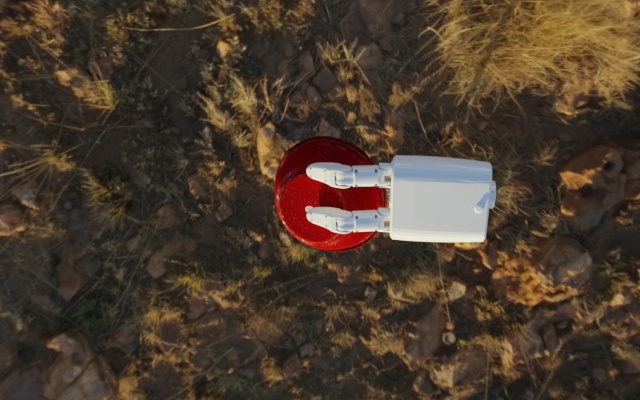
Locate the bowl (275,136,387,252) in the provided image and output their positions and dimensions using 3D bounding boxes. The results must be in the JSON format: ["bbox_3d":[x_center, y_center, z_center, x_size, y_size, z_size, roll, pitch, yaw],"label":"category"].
[{"bbox_3d":[-0.001,0.002,0.611,0.162,0.162,0.055,0,19,26],"label":"bowl"}]
